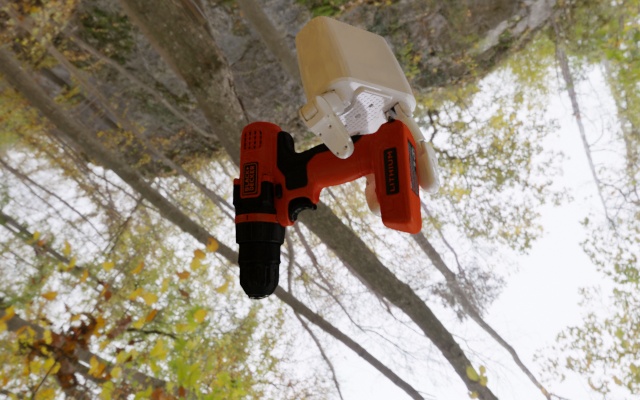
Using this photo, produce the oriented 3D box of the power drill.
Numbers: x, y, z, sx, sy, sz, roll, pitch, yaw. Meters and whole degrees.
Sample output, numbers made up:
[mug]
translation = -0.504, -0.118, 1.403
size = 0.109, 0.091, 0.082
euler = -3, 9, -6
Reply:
[power drill]
translation = 0.001, 0.001, 0.466
size = 0.187, 0.184, 0.057
euler = -6, -12, 21
